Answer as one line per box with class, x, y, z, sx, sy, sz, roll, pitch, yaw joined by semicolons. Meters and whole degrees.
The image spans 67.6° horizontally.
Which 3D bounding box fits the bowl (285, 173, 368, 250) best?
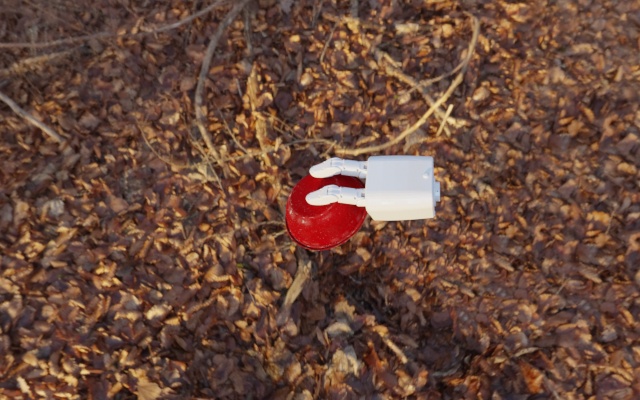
bowl;-0.001;0.003;0.830;0.162;0.162;0.055;0;-30;27
